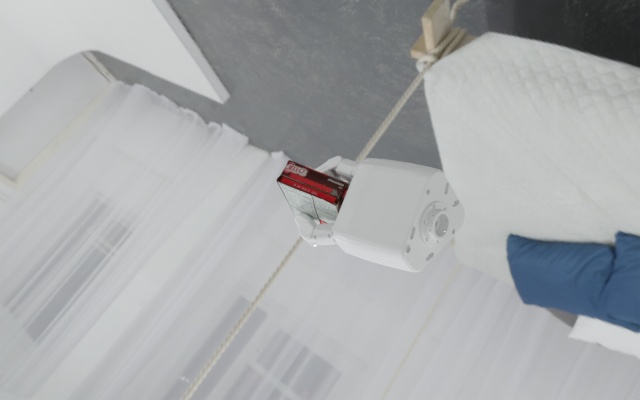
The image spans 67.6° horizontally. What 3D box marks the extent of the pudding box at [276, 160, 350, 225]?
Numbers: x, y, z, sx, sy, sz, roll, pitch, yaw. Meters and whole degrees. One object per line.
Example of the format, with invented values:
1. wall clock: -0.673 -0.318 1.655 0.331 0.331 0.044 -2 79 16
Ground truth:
1. pudding box: 0.000 0.002 0.625 0.090 0.039 0.114 24 -22 22
